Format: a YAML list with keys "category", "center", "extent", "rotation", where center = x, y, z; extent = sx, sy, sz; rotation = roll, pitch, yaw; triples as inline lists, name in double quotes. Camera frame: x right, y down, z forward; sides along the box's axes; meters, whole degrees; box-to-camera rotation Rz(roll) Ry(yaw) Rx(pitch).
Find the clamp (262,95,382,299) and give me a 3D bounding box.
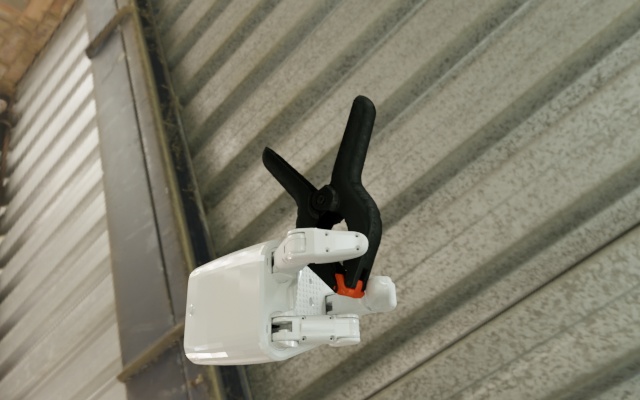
- category: "clamp"
  center: [0.001, 0.002, 0.414]
  extent: [0.120, 0.171, 0.039]
  rotation: [-19, -28, 35]
